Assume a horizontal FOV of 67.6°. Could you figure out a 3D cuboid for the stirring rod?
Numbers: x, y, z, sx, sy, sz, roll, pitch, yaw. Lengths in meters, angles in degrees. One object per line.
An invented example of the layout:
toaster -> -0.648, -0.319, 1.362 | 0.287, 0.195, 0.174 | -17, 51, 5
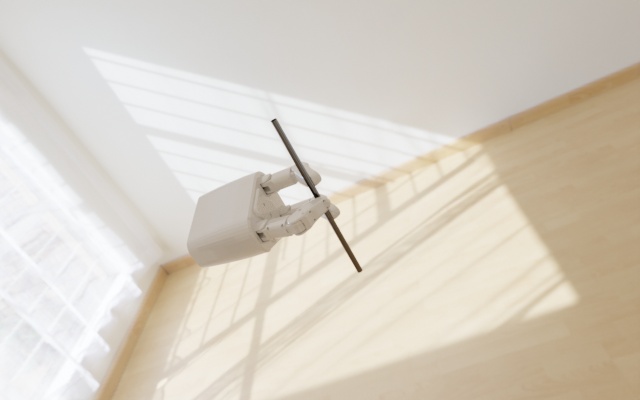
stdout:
stirring rod -> 0.000, 0.002, 0.597 | 0.011, 0.240, 0.011 | -23, 27, 13
